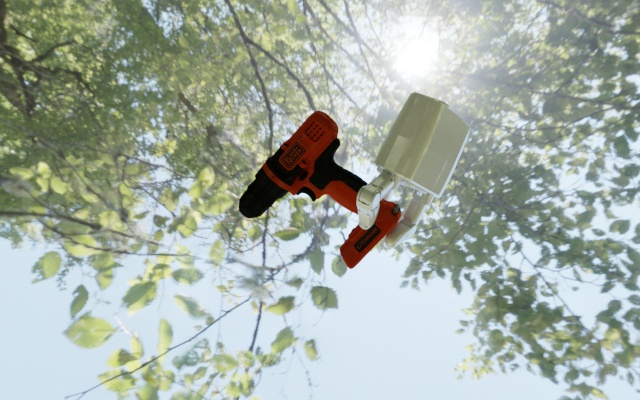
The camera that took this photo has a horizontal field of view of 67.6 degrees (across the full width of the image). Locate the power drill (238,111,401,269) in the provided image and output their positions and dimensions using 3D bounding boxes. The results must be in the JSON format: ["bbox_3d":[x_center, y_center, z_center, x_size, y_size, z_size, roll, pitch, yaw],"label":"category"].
[{"bbox_3d":[0.001,0.002,0.648,0.187,0.184,0.057,44,17,2],"label":"power drill"}]
